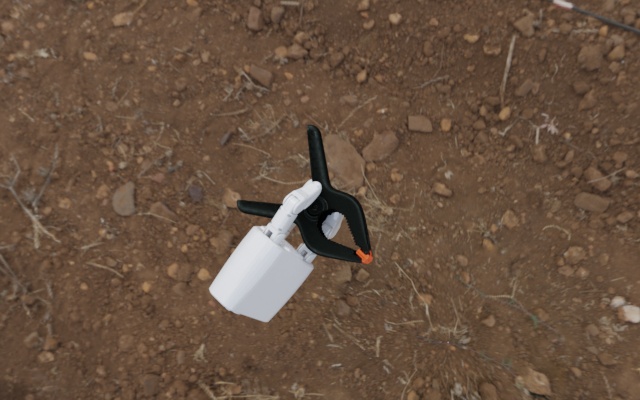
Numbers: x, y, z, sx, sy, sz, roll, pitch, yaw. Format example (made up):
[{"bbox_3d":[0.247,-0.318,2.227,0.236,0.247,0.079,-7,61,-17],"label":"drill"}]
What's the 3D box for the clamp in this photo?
[{"bbox_3d":[0.000,0.003,0.663,0.210,0.164,0.036,38,3,21],"label":"clamp"}]
